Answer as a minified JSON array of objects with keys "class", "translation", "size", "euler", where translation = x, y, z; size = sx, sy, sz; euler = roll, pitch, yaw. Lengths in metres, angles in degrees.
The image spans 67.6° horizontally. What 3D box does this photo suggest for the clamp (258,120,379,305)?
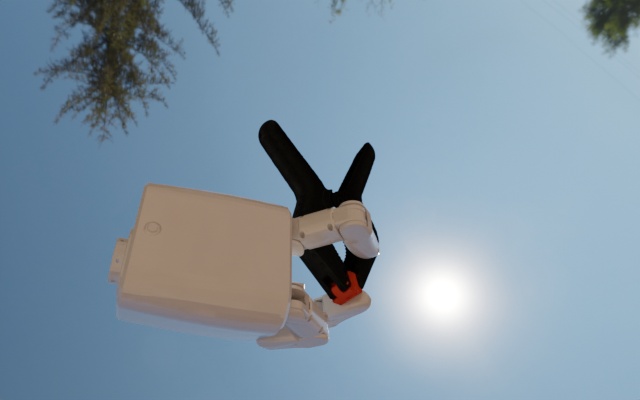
[{"class":"clamp","translation":[0.000,0.002,0.412],"size":[0.120,0.171,0.039],"euler":[12,-39,-18]}]
